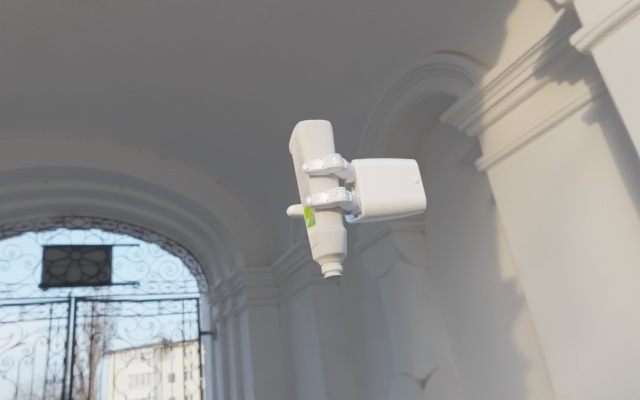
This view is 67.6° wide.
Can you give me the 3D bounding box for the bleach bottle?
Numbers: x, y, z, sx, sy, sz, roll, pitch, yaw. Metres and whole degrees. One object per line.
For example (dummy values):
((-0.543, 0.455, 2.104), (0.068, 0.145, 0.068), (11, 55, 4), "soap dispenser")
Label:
((0.000, 0.002, 0.759), (0.068, 0.250, 0.103), (-3, -23, -12), "bleach bottle")
